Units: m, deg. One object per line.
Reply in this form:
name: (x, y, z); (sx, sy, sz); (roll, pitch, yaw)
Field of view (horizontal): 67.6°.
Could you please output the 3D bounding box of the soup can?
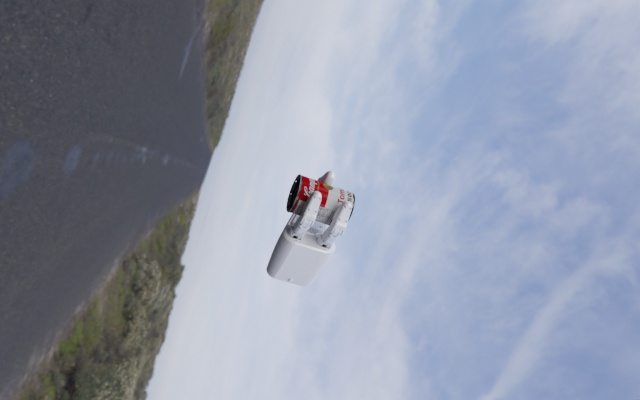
soup can: (0.001, 0.002, 0.825); (0.102, 0.068, 0.068); (18, -5, -15)
